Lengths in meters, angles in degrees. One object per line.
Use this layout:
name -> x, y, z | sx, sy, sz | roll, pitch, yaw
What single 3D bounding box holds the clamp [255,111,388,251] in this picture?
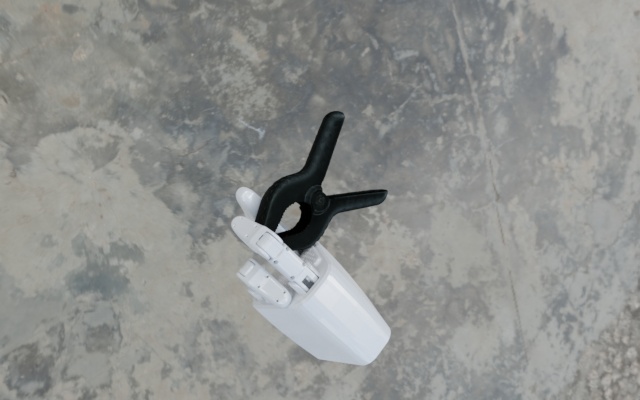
clamp -> 0.000, 0.002, 0.511 | 0.120, 0.171, 0.039 | 46, -16, -20
